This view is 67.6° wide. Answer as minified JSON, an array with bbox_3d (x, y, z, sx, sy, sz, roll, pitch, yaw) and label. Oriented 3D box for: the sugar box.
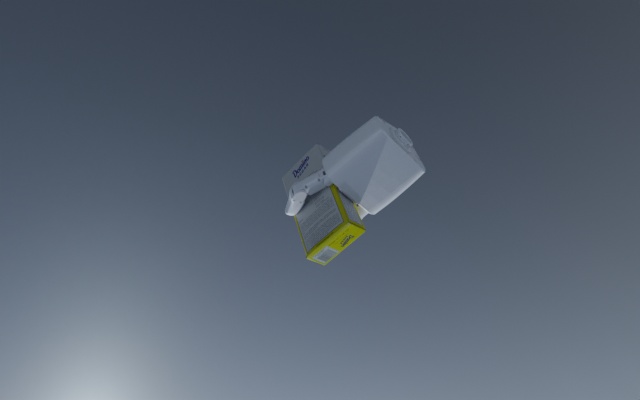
[{"bbox_3d":[0.001,0.003,0.747,0.048,0.176,0.093,28,-59,-38],"label":"sugar box"}]
